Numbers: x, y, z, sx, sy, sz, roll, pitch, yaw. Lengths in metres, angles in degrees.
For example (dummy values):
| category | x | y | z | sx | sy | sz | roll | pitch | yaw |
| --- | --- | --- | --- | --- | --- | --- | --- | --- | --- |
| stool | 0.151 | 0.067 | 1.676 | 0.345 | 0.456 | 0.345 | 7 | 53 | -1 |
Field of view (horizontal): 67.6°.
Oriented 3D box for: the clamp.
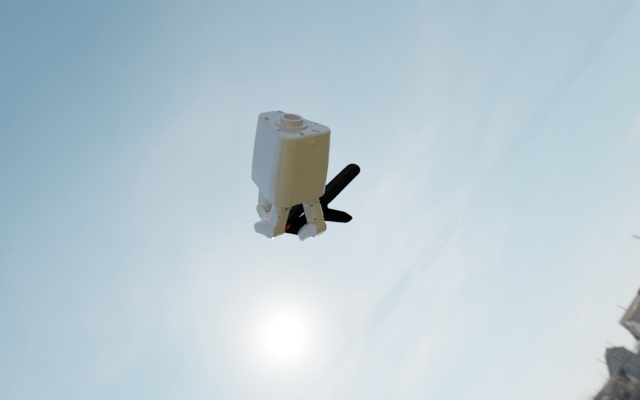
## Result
| category | x | y | z | sx | sy | sz | roll | pitch | yaw |
| --- | --- | --- | --- | --- | --- | --- | --- | --- | --- |
| clamp | 0.000 | 0.002 | 0.782 | 0.171 | 0.120 | 0.039 | -17 | 37 | -40 |
